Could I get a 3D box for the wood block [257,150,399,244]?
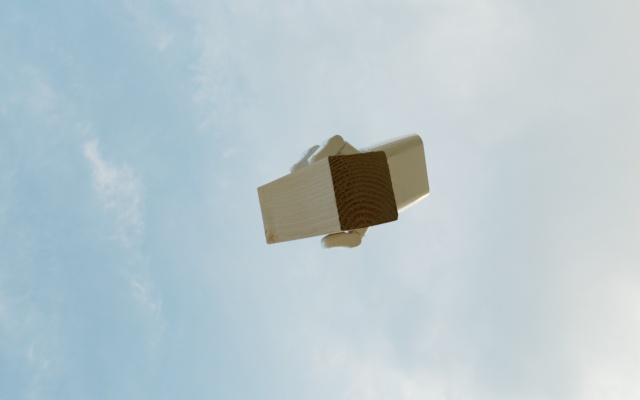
[{"bbox_3d":[0.000,0.002,0.654,0.090,0.091,0.206,-9,-4,-32],"label":"wood block"}]
